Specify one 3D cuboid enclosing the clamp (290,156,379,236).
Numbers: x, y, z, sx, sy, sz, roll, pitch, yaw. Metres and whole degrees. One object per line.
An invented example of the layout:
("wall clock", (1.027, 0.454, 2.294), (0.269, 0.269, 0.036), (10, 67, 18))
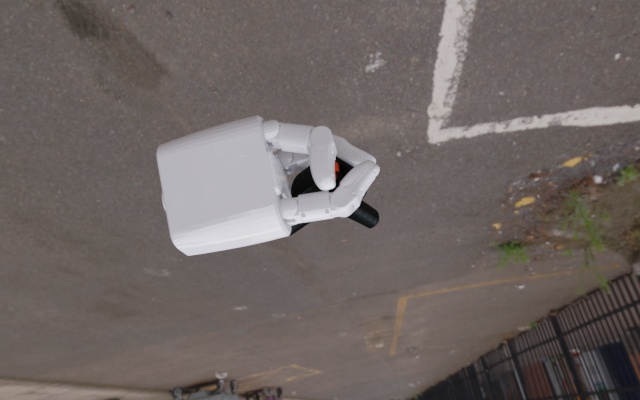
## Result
("clamp", (0.000, 0.002, 0.525), (0.120, 0.039, 0.171), (-14, -26, 5))
